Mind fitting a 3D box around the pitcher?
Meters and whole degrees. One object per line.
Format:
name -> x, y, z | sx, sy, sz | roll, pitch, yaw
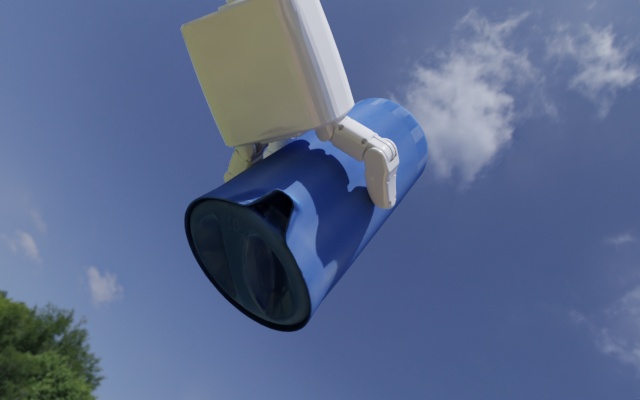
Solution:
pitcher -> 0.000, 0.001, 0.461 | 0.149, 0.145, 0.242 | 2, 32, 41
